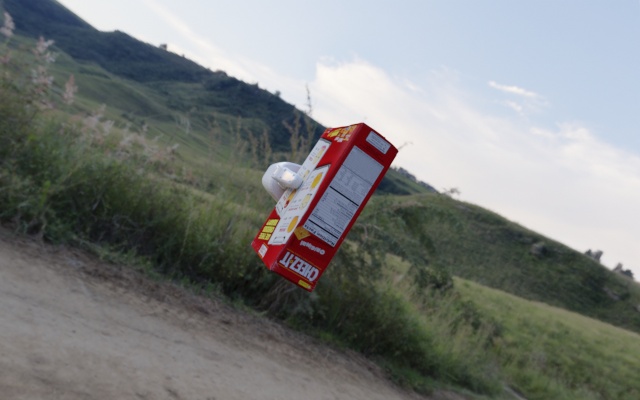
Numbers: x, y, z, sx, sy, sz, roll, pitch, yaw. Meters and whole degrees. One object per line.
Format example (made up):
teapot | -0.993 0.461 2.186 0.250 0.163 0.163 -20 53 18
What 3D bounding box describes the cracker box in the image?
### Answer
cracker box | 0.000 0.002 0.656 0.072 0.213 0.164 33 -4 -16
